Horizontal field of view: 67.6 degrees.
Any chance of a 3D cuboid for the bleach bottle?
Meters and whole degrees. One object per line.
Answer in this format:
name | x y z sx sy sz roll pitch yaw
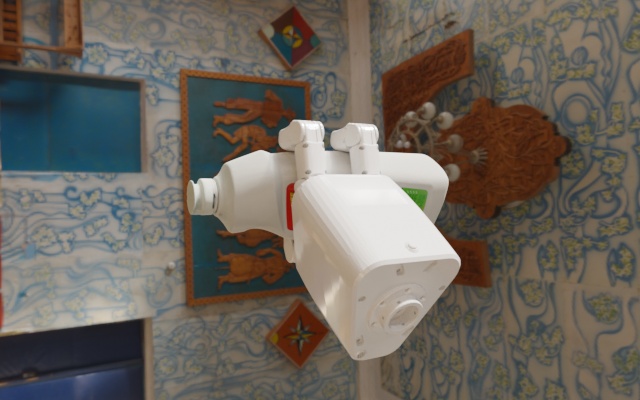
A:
bleach bottle | 0.000 0.001 0.461 0.251 0.103 0.068 -2 36 -28
